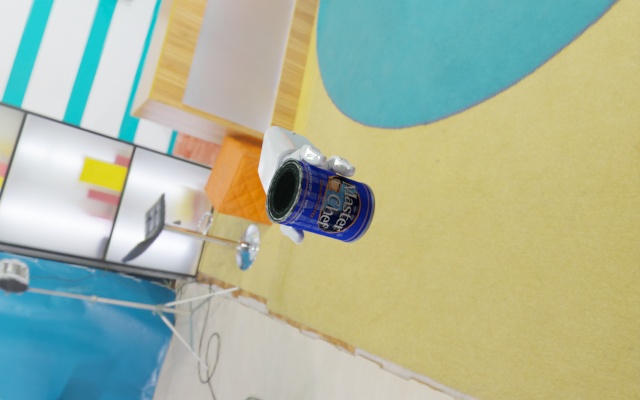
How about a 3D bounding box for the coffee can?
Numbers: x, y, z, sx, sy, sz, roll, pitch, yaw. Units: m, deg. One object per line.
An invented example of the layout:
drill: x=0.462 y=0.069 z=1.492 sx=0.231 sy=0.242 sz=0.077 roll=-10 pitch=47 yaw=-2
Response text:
coffee can: x=0.000 y=0.003 z=0.749 sx=0.140 sy=0.103 sz=0.103 roll=17 pitch=-9 yaw=-31
